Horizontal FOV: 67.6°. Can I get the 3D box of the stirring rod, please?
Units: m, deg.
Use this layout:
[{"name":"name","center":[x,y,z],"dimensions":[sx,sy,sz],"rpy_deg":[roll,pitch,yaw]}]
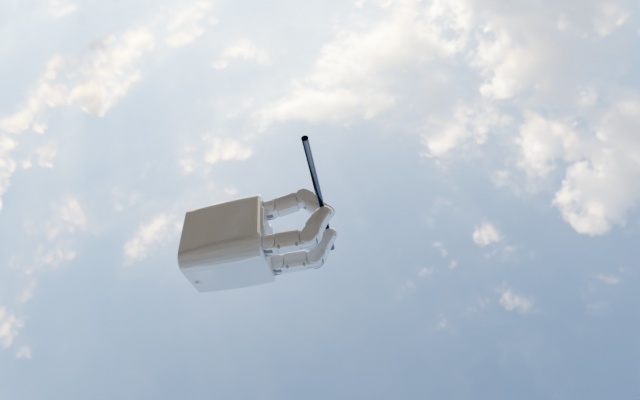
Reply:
[{"name":"stirring rod","center":[0.000,0.002,0.596],"dimensions":[0.011,0.011,0.240],"rpy_deg":[0,-34,10]}]
